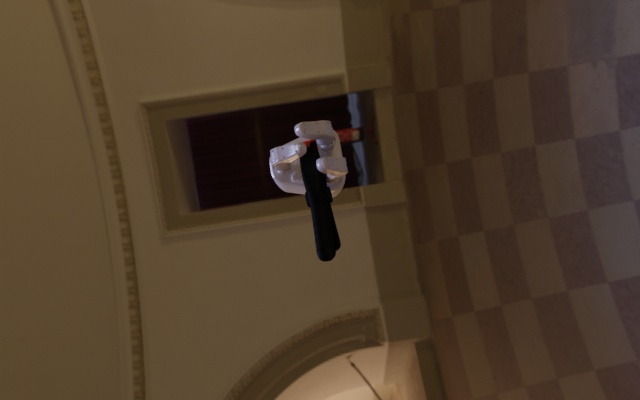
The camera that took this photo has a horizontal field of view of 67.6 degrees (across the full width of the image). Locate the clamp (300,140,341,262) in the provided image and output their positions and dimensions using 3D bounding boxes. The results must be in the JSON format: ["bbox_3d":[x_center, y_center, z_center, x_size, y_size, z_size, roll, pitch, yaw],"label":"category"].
[{"bbox_3d":[-0.001,0.002,0.678,0.039,0.171,0.120,-9,-9,1],"label":"clamp"}]
